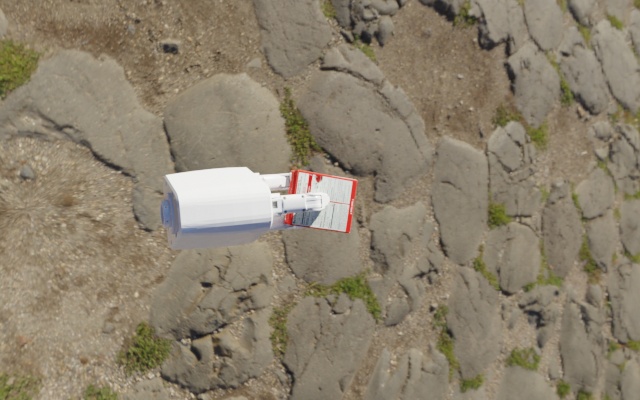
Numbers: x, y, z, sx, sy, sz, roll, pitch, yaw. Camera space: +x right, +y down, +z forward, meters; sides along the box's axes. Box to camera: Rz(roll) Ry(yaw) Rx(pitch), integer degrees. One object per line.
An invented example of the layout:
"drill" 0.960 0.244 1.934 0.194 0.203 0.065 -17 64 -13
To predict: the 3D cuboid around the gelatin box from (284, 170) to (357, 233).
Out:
"gelatin box" 0.001 0.002 0.638 0.089 0.073 0.030 9 -3 -19
